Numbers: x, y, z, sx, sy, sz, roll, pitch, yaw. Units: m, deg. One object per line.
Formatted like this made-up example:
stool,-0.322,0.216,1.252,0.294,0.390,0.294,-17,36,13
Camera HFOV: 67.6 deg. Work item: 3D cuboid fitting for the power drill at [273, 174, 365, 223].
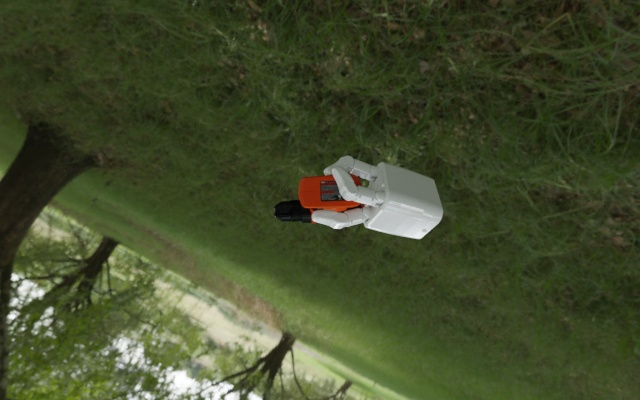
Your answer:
power drill,0.000,0.003,0.873,0.184,0.057,0.188,-4,-10,-2
